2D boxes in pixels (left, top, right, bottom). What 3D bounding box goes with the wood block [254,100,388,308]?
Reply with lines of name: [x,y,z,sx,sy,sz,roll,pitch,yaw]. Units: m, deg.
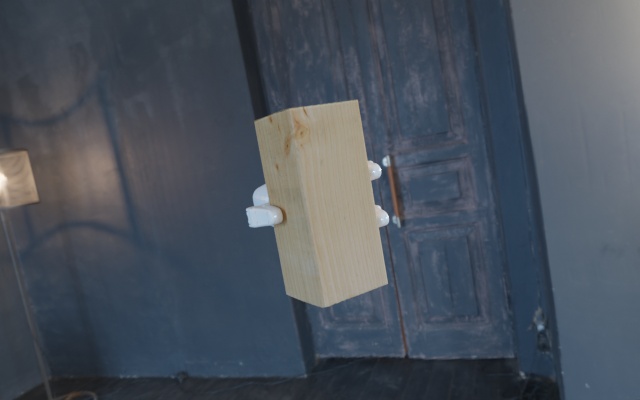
wood block: [0.000,0.002,0.537,0.091,0.206,0.090,-14,7,-30]
